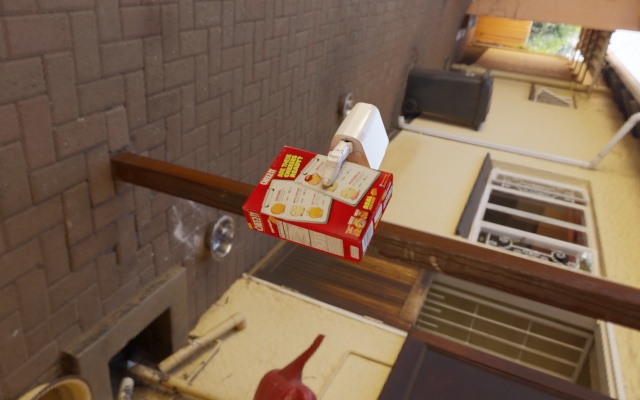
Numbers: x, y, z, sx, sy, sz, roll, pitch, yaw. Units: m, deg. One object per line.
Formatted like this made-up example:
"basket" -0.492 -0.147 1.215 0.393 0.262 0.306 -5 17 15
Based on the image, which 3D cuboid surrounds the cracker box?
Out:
"cracker box" 0.000 0.003 0.832 0.213 0.164 0.072 15 -38 19
